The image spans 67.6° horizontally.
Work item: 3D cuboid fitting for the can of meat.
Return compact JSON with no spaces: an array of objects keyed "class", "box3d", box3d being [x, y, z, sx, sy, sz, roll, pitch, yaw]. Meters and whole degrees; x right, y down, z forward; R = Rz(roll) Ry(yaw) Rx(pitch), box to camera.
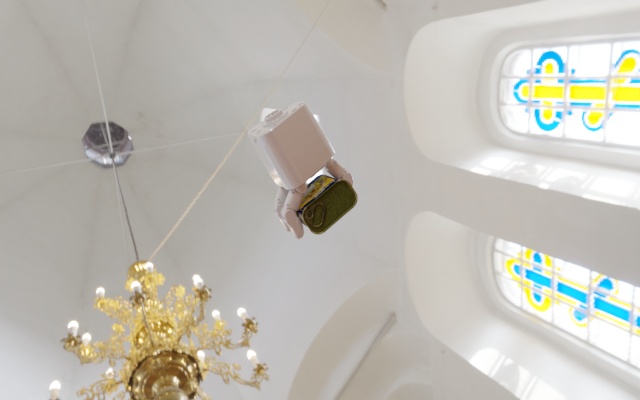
[{"class":"can of meat","box3d":[0.000,0.003,0.828,0.102,0.057,0.084,-40,25,-12]}]
